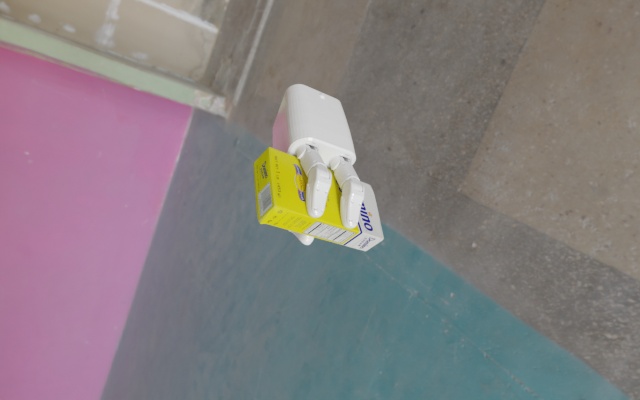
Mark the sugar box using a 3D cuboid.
[{"bbox_3d":[0.000,0.002,0.621,0.176,0.093,0.048,15,-40,-33],"label":"sugar box"}]
